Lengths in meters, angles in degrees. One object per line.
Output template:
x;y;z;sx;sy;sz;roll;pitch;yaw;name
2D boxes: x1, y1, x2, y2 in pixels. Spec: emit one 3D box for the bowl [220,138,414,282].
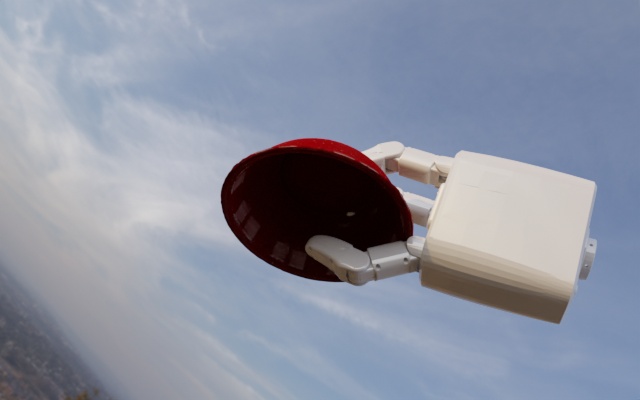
-0.001;0.001;0.410;0.162;0.055;0.162;8;-43;8;bowl
